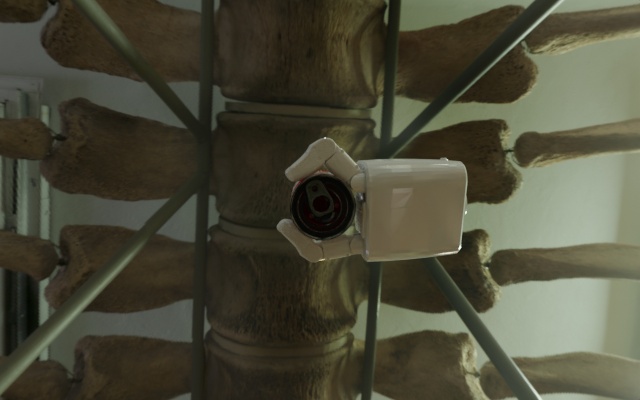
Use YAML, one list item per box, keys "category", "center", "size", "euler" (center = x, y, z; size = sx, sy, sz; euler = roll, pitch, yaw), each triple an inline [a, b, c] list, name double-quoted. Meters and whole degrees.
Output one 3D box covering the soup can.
- category: "soup can"
  center: [0.000, 0.002, 0.534]
  size: [0.068, 0.068, 0.102]
  euler: [0, 6, -3]
